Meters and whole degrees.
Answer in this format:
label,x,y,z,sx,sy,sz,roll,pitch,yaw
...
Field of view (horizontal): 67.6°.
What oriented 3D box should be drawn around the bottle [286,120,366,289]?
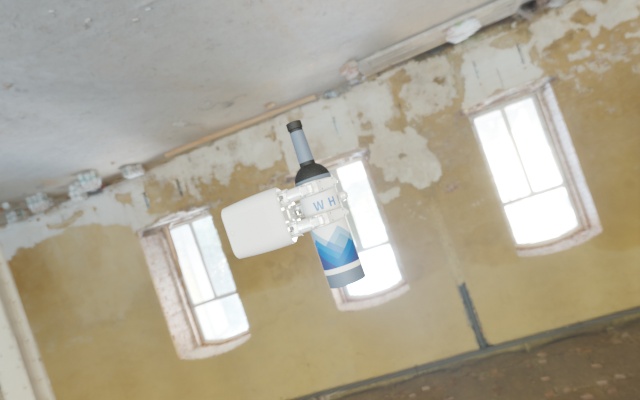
label,x,y,z,sx,sy,sz,roll,pitch,yaw
bottle,0.000,0.003,0.833,0.069,0.295,0.069,-19,-1,0
